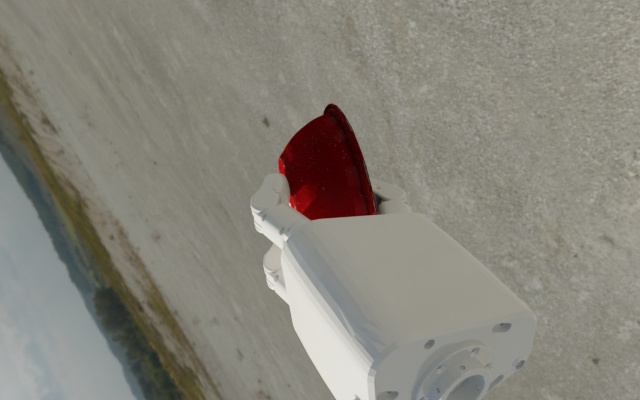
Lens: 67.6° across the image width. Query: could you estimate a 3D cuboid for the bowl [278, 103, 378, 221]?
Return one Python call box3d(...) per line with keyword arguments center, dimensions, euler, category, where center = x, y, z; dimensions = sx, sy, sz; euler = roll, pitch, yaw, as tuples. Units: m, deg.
box3d(center=(-0.001, 0.001, 0.415), dimensions=(0.055, 0.162, 0.162), euler=(-13, 2, -8), category="bowl")
